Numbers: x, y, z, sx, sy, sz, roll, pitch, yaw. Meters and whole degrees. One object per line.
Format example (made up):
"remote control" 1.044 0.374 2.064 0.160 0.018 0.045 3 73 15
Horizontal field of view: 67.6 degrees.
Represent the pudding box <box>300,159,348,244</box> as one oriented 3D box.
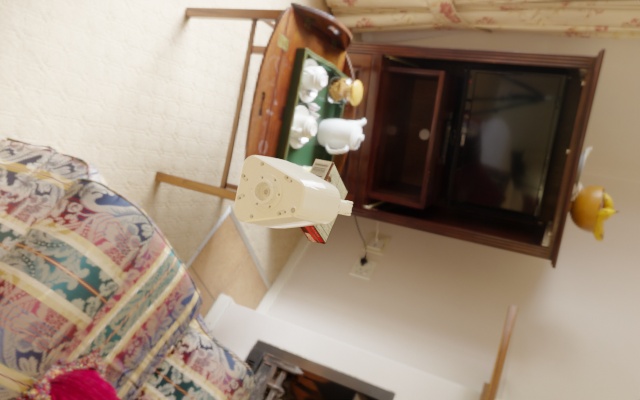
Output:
"pudding box" 0.000 0.003 0.794 0.039 0.113 0.090 13 -27 28
